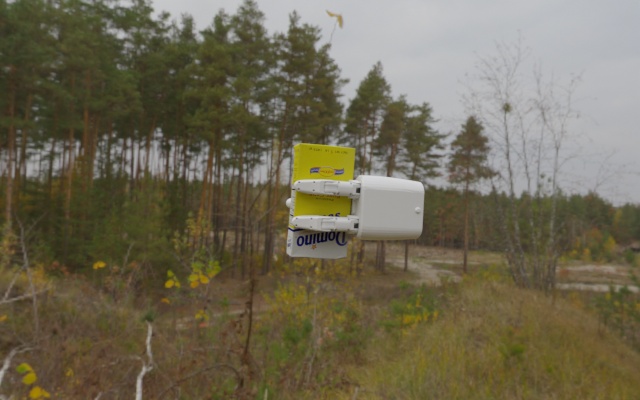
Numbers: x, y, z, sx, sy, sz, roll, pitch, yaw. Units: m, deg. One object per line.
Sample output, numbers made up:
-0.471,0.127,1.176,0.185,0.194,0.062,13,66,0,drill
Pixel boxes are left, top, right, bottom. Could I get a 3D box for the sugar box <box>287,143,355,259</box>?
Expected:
0.000,0.002,0.753,0.093,0.176,0.048,3,0,-14,sugar box
